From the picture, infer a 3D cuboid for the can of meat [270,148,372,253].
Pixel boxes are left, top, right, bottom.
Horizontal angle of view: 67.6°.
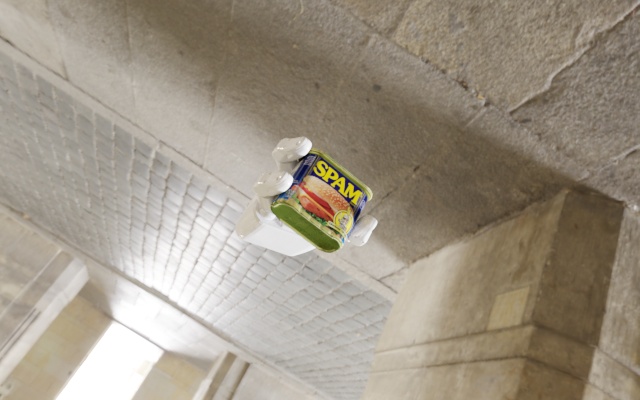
[{"bbox_3d":[0.000,0.002,0.579,0.102,0.084,0.057,38,-29,-13],"label":"can of meat"}]
